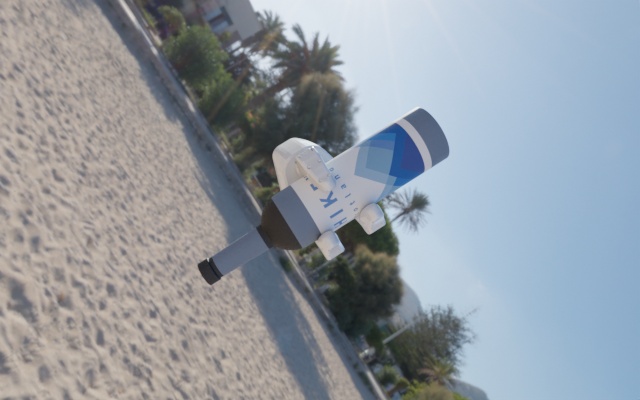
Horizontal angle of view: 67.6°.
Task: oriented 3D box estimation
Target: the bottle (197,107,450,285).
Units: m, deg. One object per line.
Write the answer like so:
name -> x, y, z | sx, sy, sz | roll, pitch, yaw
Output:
bottle -> 0.000, 0.002, 0.522 | 0.295, 0.069, 0.069 | -32, 3, -5
